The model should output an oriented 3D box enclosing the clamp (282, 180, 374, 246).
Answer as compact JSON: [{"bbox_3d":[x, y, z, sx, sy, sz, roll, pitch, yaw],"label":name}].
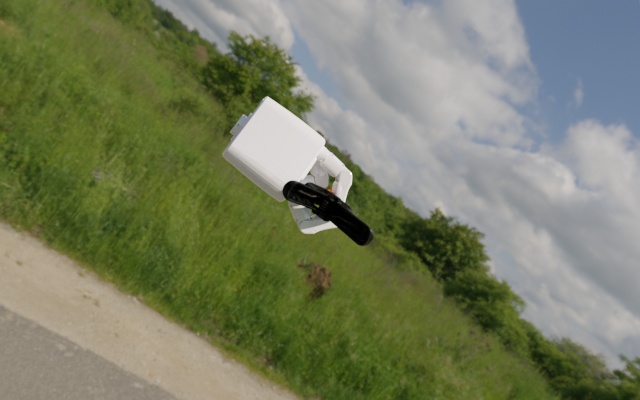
[{"bbox_3d":[0.001,0.002,0.620,0.120,0.039,0.171,38,2,-14],"label":"clamp"}]
